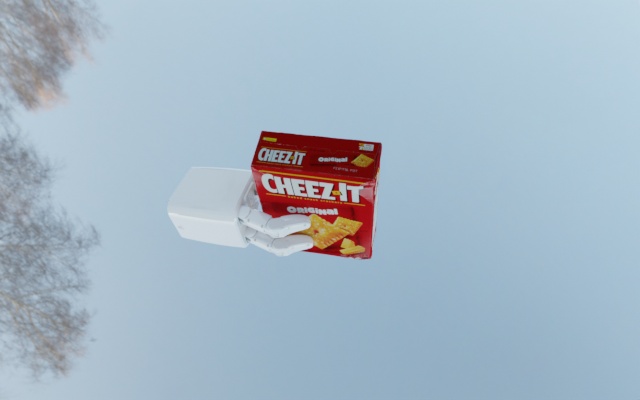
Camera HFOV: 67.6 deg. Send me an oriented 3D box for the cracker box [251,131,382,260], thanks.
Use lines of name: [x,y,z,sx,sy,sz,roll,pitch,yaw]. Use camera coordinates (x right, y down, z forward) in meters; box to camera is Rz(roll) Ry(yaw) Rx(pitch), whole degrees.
cracker box: [0.000,0.002,0.694,0.164,0.072,0.214,7,-34,9]
